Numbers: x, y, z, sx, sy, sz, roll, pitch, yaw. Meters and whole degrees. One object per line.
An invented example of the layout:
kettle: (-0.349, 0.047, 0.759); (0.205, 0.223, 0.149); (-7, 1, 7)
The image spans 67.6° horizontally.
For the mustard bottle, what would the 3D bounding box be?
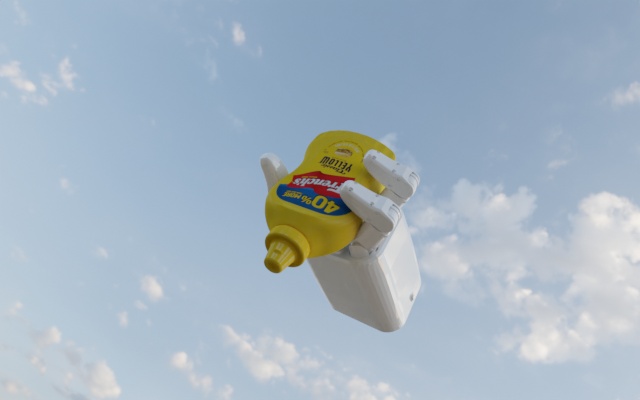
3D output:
mustard bottle: (0.000, 0.001, 0.475); (0.096, 0.058, 0.191); (20, 44, 17)
